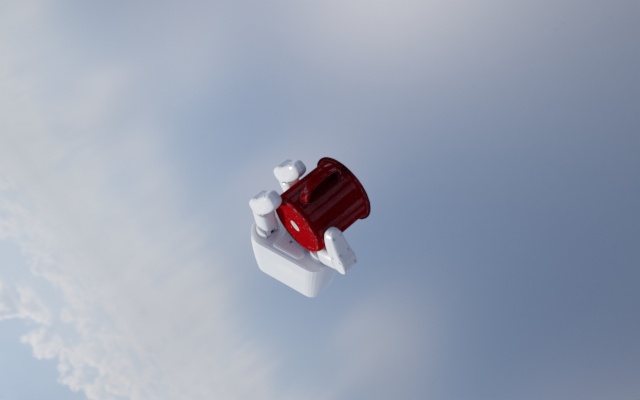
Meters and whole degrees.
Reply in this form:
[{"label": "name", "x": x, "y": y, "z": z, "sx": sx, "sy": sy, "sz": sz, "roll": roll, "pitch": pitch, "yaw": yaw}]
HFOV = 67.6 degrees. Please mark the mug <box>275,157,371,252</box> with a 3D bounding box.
[{"label": "mug", "x": 0.000, "y": 0.001, "z": 0.564, "sx": 0.081, "sy": 0.093, "sz": 0.117, "roll": -38, "pitch": -21, "yaw": -22}]
